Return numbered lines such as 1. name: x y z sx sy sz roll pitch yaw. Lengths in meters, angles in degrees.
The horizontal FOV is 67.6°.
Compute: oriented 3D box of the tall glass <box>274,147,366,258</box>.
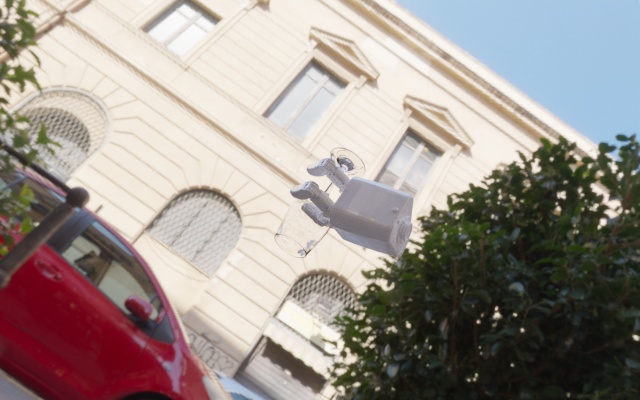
1. tall glass: 0.000 0.002 0.818 0.079 0.201 0.079 26 -30 16
